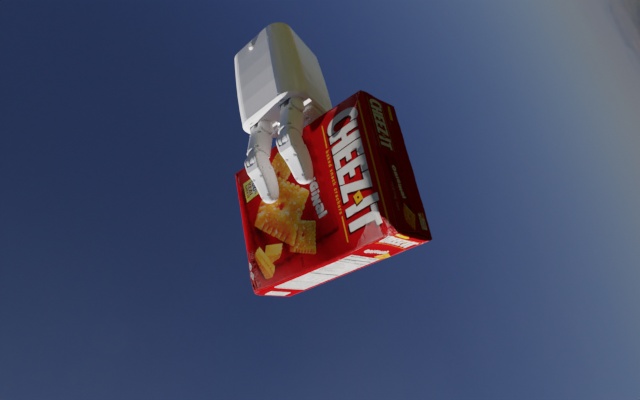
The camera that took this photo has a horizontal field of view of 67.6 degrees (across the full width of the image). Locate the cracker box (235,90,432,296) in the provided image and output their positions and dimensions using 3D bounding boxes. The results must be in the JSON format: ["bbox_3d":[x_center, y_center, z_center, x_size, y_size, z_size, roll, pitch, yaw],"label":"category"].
[{"bbox_3d":[0.000,0.002,0.546,0.214,0.164,0.072,-28,-27,36],"label":"cracker box"}]
